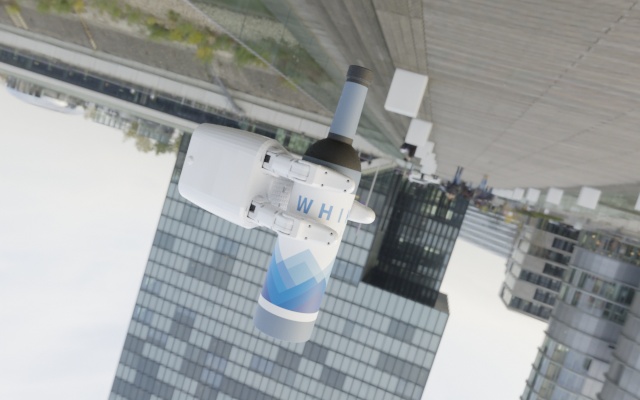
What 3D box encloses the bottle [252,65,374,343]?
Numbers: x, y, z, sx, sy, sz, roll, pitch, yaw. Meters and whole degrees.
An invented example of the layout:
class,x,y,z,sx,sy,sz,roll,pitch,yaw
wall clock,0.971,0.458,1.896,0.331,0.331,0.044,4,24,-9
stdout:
class,x,y,z,sx,sy,sz,roll,pitch,yaw
bottle,0.000,0.002,0.515,0.069,0.296,0.069,17,5,-1
